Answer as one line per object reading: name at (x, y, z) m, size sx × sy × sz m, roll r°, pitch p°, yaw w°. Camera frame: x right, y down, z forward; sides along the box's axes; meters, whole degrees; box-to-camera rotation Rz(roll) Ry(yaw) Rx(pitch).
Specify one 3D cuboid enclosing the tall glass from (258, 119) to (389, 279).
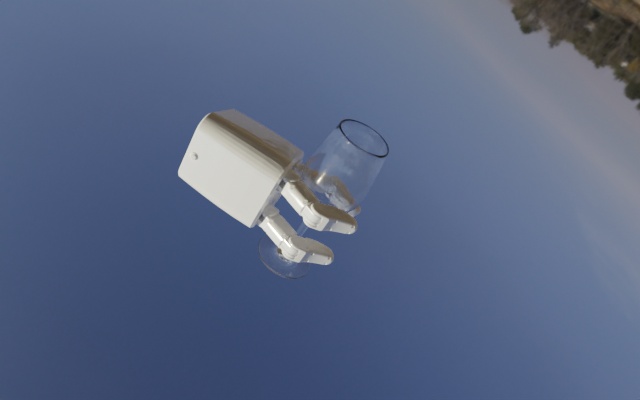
tall glass at (0.000, 0.002, 0.560) m, size 0.079 × 0.079 × 0.201 m, roll 0°, pitch -44°, yaw -41°
